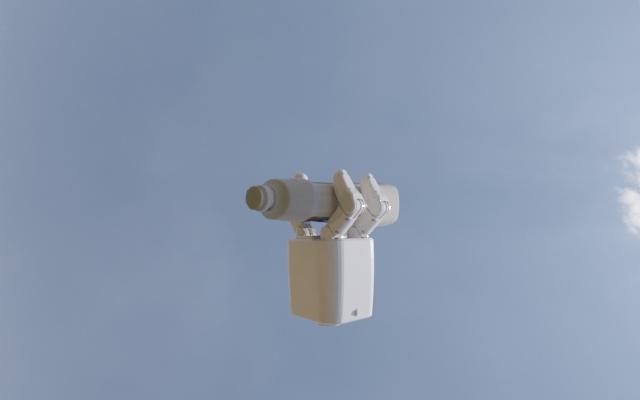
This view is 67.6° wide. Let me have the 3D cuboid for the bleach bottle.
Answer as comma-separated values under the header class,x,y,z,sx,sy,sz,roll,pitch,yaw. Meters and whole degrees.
class,x,y,z,sx,sy,sz,roll,pitch,yaw
bleach bottle,0.000,0.002,0.646,0.102,0.068,0.251,-3,-4,42
